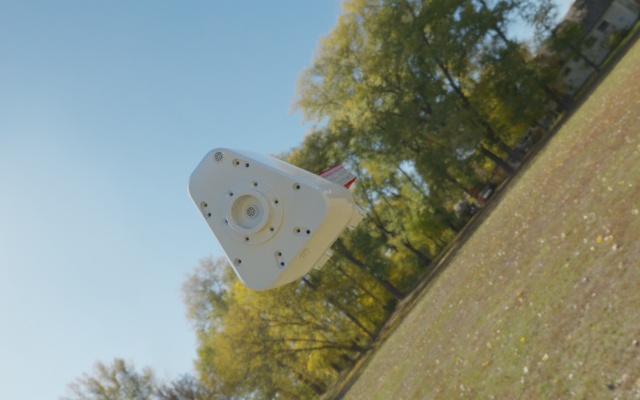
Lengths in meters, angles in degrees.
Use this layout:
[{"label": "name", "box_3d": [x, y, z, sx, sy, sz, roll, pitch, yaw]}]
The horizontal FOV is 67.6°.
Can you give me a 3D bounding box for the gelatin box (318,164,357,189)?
[{"label": "gelatin box", "box_3d": [0.000, 0.001, 0.525, 0.030, 0.073, 0.089, 38, 20, 6]}]
